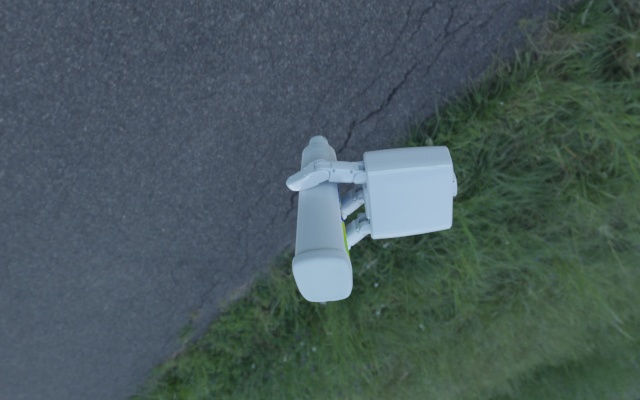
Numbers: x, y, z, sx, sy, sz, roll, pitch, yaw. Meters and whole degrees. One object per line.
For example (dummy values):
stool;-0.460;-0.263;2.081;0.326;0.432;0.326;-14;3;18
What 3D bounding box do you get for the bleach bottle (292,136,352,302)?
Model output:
bleach bottle;0.000;0.002;0.641;0.068;0.250;0.103;-6;-40;4
